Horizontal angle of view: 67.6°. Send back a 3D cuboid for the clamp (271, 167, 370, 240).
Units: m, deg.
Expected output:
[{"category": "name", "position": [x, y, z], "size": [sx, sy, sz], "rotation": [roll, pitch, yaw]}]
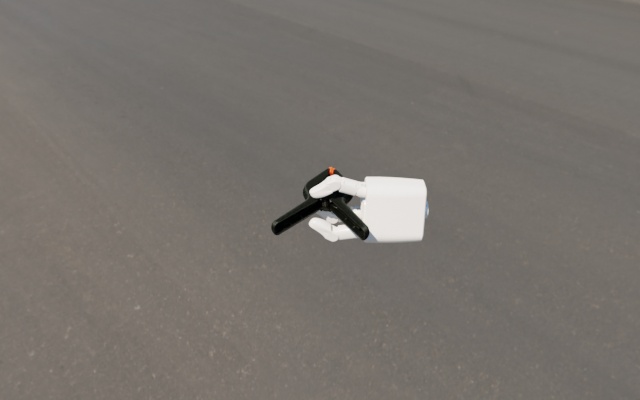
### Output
[{"category": "clamp", "position": [0.000, 0.002, 0.868], "size": [0.164, 0.036, 0.209], "rotation": [0, 34, 1]}]
